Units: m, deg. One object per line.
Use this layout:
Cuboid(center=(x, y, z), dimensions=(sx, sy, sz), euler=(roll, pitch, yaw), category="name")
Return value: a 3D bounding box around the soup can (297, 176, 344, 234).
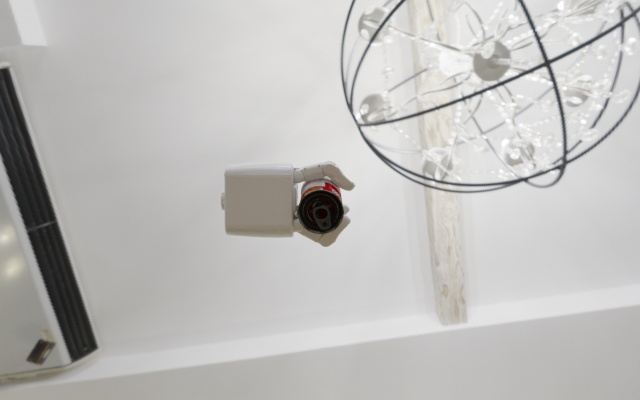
Cuboid(center=(0.001, 0.002, 0.738), dimensions=(0.068, 0.068, 0.102), euler=(0, 17, 0), category="soup can")
